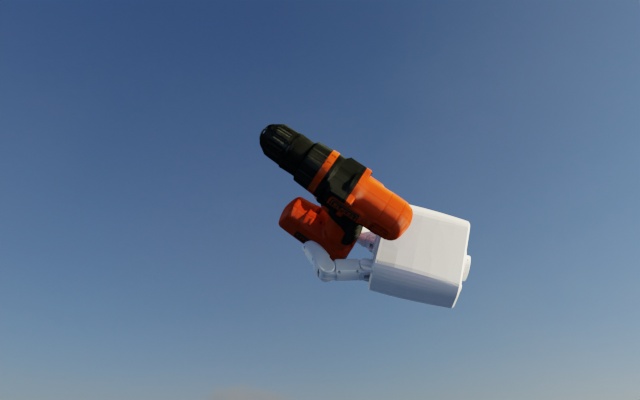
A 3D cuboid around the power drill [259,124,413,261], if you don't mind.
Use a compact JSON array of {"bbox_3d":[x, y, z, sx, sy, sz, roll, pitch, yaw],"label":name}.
[{"bbox_3d":[0.000,0.002,0.568,0.184,0.057,0.188,35,-22,2],"label":"power drill"}]
